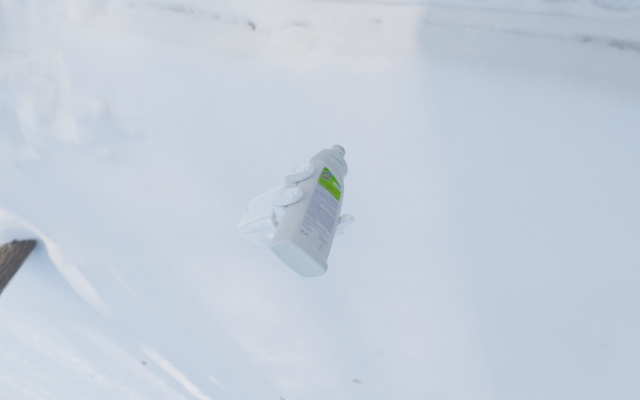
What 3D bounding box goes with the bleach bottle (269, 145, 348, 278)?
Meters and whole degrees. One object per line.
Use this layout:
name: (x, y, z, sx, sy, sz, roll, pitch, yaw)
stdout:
bleach bottle: (0.000, 0.003, 0.831, 0.068, 0.250, 0.103, -18, -53, 41)
